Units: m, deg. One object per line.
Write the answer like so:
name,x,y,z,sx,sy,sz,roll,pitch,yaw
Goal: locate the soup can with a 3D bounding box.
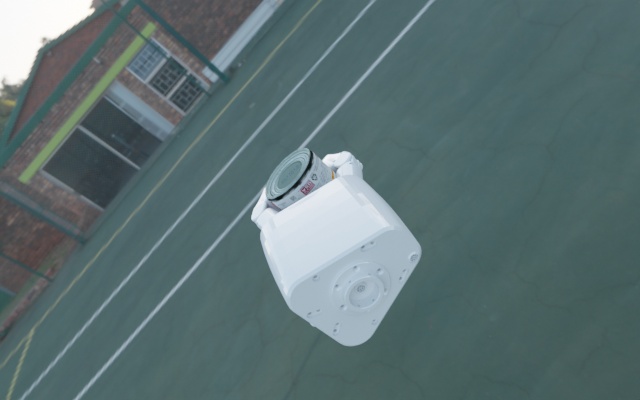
soup can,0.000,0.001,0.504,0.102,0.068,0.068,41,-22,-28
